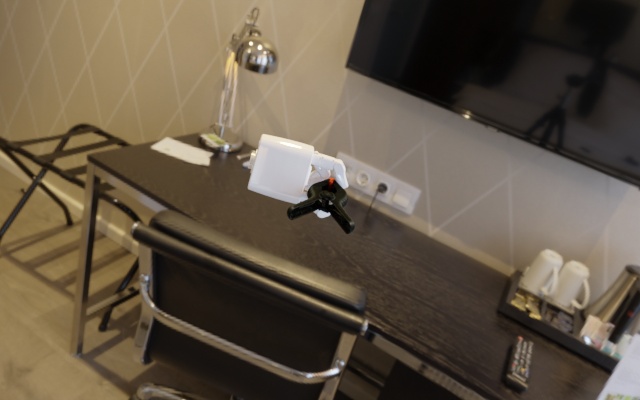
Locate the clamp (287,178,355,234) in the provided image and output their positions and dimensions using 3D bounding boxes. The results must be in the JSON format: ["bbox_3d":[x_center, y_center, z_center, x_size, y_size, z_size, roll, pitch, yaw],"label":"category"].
[{"bbox_3d":[0.000,0.002,0.891,0.120,0.039,0.171,15,25,-8],"label":"clamp"}]
